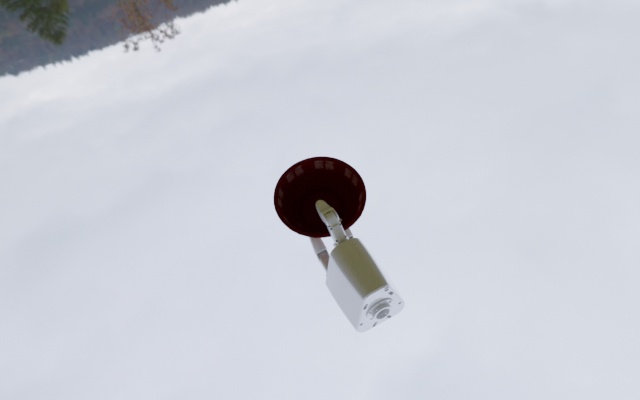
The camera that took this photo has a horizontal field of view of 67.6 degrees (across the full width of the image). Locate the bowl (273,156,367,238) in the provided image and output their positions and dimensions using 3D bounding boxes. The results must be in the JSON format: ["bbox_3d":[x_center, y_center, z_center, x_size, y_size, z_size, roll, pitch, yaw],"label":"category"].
[{"bbox_3d":[0.000,0.002,0.846,0.162,0.162,0.055,0,-28,4],"label":"bowl"}]
